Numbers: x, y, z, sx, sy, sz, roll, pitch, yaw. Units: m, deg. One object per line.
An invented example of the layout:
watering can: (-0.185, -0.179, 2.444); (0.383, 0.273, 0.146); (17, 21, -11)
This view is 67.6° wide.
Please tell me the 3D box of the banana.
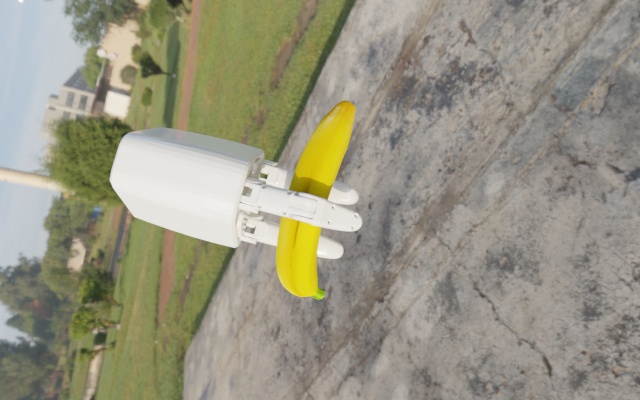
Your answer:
banana: (-0.008, 0.009, 0.429); (0.037, 0.198, 0.069); (17, 19, 20)
